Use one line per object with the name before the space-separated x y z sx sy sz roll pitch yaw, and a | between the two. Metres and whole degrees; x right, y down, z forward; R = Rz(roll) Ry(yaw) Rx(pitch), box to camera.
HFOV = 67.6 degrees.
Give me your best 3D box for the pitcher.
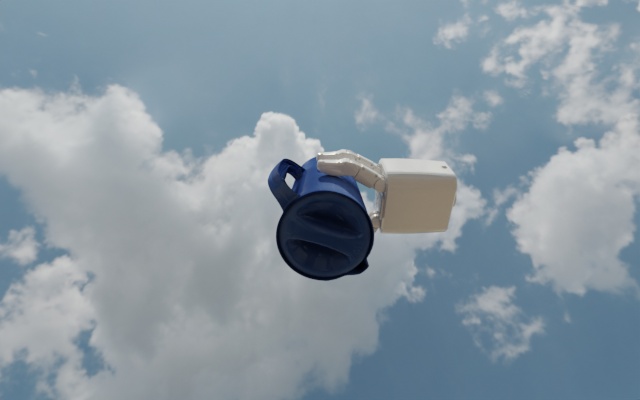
pitcher | 0.000 0.002 0.746 0.145 0.149 0.242 0 21 0
